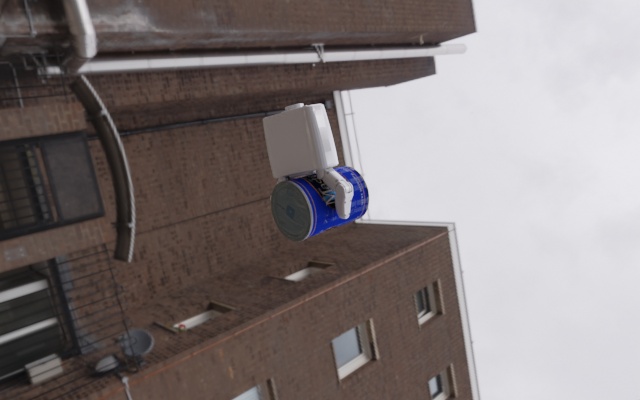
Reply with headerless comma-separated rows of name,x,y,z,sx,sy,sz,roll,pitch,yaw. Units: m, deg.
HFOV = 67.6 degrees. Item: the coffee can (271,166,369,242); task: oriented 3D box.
coffee can,0.000,0.003,0.827,0.140,0.103,0.103,-17,11,-40
